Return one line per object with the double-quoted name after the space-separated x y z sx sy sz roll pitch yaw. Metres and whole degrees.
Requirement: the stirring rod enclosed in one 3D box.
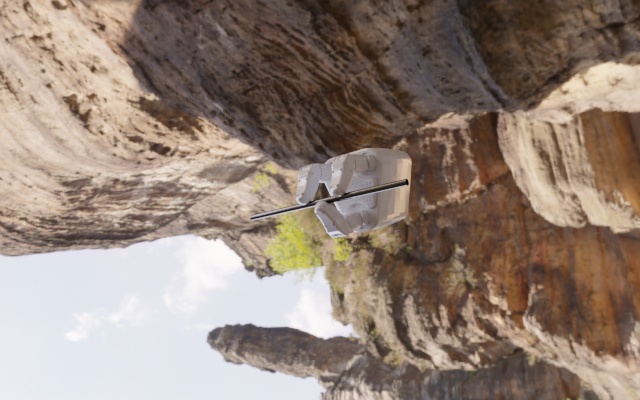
0.000 0.002 0.595 0.239 0.011 0.011 -13 -8 36 "stirring rod"
